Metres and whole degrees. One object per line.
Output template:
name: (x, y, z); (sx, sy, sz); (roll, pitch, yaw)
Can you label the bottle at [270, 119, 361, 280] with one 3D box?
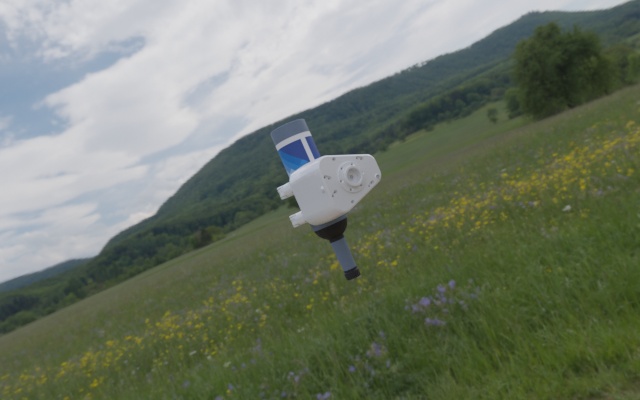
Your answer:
bottle: (0.000, 0.003, 0.853); (0.069, 0.295, 0.069); (-24, 0, 0)
